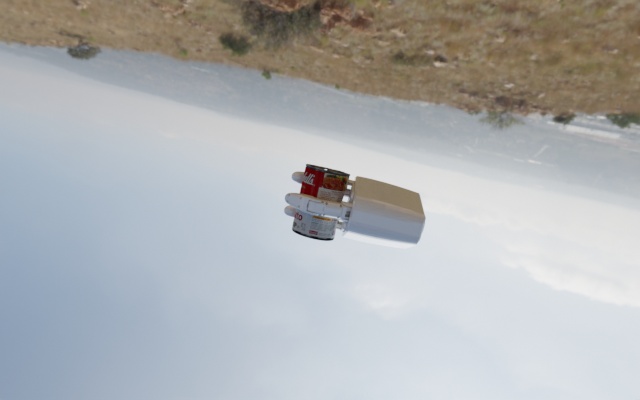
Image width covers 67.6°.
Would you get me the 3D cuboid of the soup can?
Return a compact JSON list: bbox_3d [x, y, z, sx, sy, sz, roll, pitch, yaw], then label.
[{"bbox_3d":[0.000,0.003,0.714,0.068,0.102,0.068,13,7,-2],"label":"soup can"}]
